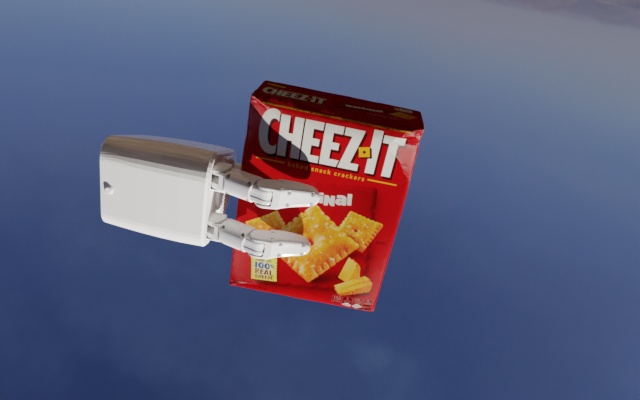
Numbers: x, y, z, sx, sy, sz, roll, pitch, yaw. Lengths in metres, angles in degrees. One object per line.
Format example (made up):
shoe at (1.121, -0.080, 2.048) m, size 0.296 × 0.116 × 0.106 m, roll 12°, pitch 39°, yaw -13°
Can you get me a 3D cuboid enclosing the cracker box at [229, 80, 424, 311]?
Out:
cracker box at (0.000, 0.002, 0.497) m, size 0.164 × 0.214 × 0.072 m, roll 11°, pitch 25°, yaw 1°
